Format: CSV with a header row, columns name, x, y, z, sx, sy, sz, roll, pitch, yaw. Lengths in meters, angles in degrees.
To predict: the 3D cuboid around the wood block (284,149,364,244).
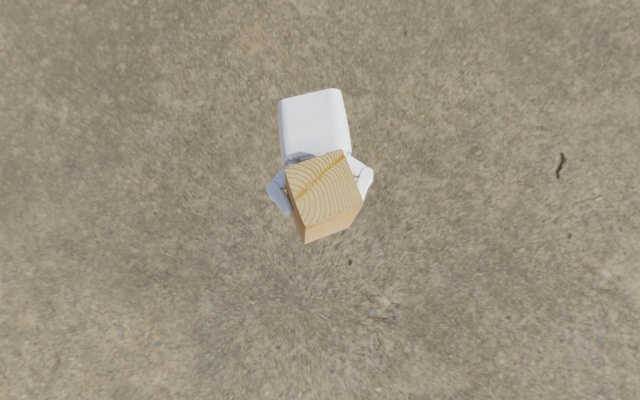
name,x,y,z,sx,sy,sz,roll,pitch,yaw
wood block,0.000,0.002,0.761,0.091,0.090,0.206,-19,-11,-6
